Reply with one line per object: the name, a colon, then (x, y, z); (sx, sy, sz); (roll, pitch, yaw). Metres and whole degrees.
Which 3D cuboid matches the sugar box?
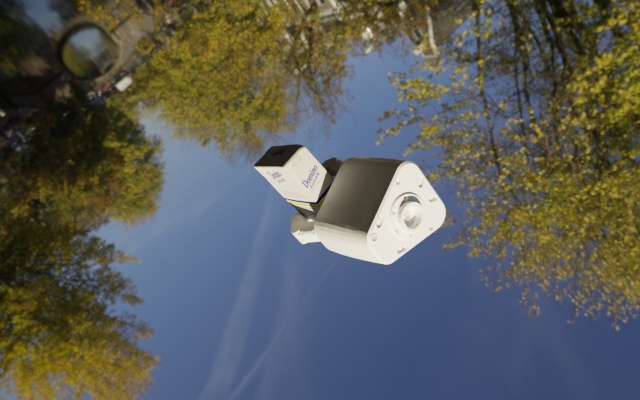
sugar box: (0.001, 0.002, 0.627); (0.176, 0.048, 0.093); (50, -20, -25)
